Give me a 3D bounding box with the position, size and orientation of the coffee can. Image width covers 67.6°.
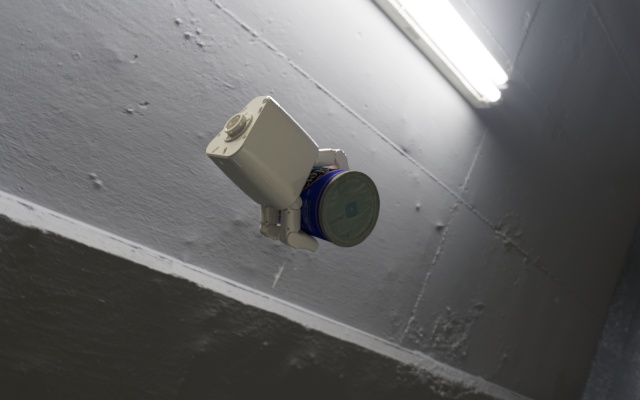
[{"bbox_3d":[0.000,0.002,0.684,0.103,0.103,0.140,0,8,-38],"label":"coffee can"}]
